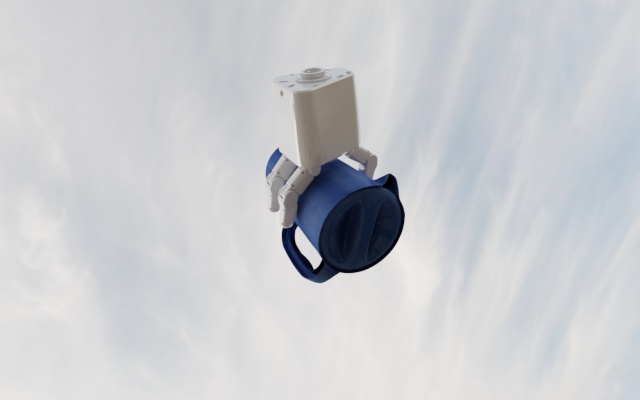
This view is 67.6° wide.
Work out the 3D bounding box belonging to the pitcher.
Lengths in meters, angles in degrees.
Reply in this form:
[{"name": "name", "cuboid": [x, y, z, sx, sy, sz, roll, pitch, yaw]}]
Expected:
[{"name": "pitcher", "cuboid": [0.000, 0.002, 0.724, 0.149, 0.145, 0.242, -19, 32, -20]}]
